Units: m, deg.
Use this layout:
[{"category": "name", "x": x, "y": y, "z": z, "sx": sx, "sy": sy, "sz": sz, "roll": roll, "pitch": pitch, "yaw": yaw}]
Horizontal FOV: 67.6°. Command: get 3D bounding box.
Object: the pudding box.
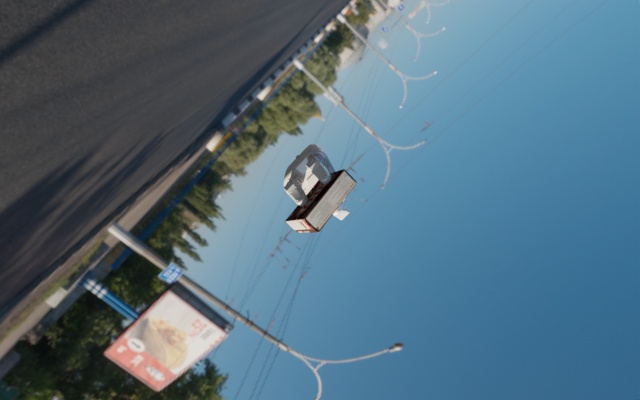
[{"category": "pudding box", "x": 0.000, "y": 0.003, "z": 0.802, "sx": 0.039, "sy": 0.113, "sz": 0.090, "roll": 41, "pitch": -19, "yaw": -14}]
